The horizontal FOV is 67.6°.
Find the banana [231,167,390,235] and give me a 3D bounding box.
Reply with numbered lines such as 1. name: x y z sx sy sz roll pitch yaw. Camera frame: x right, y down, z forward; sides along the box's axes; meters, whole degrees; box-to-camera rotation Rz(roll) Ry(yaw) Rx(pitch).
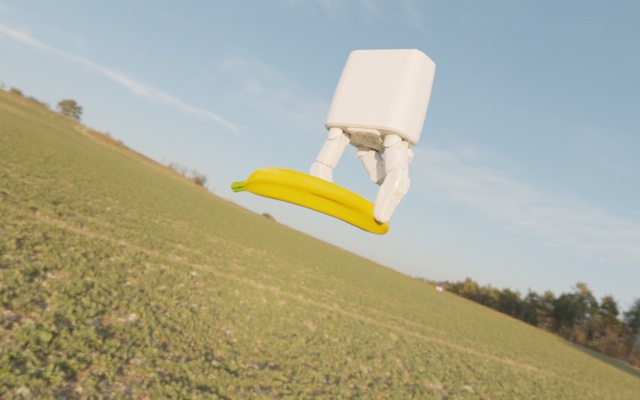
1. banana: 0.003 -0.001 0.537 0.198 0.037 0.069 18 -11 -15
